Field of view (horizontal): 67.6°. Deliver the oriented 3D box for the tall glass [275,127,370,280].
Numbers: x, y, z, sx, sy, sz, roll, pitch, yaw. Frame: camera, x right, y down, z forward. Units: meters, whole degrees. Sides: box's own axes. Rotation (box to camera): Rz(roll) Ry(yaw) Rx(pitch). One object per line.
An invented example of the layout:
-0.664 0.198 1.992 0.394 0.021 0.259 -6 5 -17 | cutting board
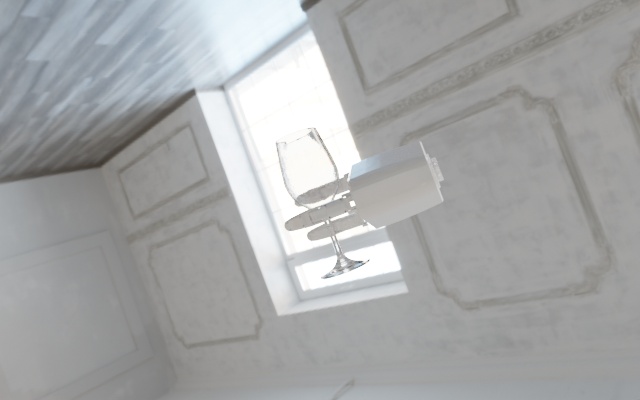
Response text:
0.000 0.003 0.664 0.079 0.201 0.079 -21 -1 0 | tall glass
